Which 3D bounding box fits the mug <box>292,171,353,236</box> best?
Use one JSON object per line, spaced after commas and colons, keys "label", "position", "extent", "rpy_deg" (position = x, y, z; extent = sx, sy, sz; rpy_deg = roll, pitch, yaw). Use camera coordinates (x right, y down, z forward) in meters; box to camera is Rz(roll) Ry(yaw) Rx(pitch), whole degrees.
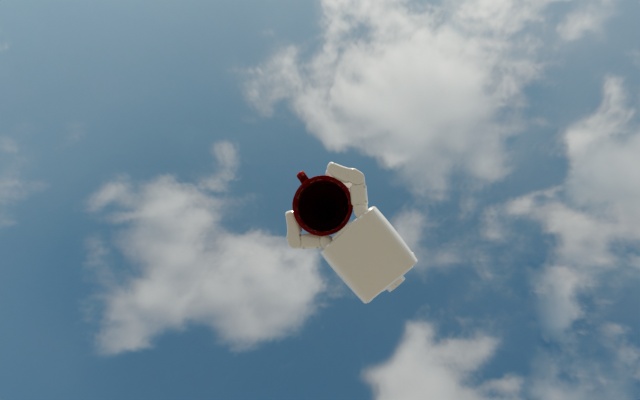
{"label": "mug", "position": [-0.001, 0.001, 0.767], "extent": [0.093, 0.117, 0.081], "rpy_deg": [-39, -9, 1]}
